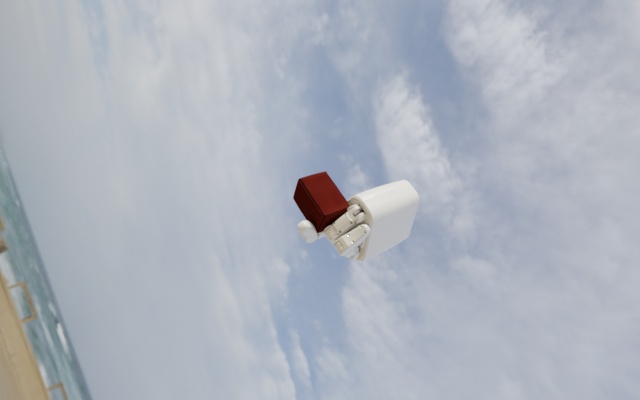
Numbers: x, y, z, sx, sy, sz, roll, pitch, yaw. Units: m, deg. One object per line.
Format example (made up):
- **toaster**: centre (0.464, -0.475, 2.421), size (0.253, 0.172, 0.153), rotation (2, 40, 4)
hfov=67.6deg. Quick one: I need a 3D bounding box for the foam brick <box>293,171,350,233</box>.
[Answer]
- **foam brick**: centre (0.000, 0.002, 0.755), size (0.051, 0.078, 0.053), rotation (-21, -26, -28)
